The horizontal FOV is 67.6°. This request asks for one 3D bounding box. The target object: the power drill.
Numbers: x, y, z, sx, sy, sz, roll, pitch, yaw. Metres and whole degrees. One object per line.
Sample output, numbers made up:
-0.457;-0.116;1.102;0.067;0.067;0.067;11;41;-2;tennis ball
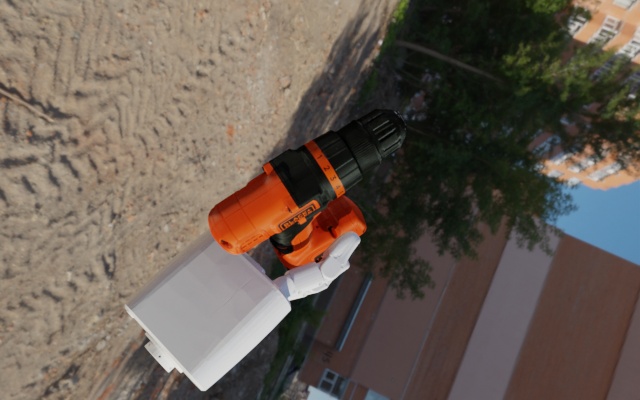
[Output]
0.000;0.002;0.462;0.184;0.057;0.188;-31;-21;-2;power drill
